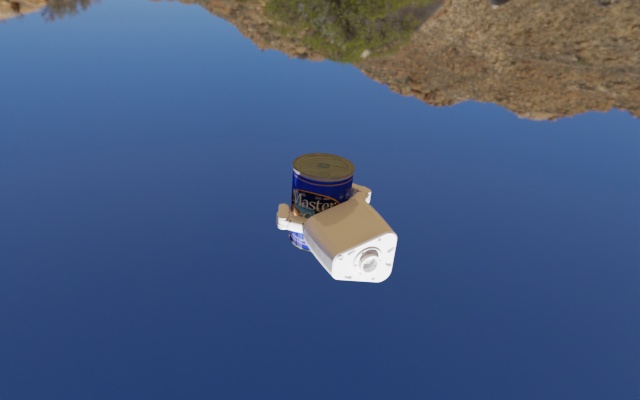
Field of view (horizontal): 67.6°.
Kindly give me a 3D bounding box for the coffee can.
[{"bbox_3d":[0.000,0.002,0.814,0.103,0.140,0.102,4,28,-2],"label":"coffee can"}]
